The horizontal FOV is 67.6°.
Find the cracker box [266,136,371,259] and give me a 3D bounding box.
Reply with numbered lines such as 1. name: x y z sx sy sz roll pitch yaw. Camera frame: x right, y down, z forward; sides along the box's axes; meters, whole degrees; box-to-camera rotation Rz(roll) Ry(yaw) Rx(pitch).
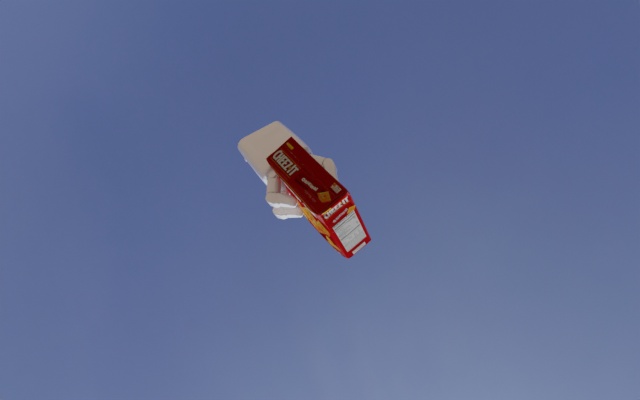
1. cracker box: 0.000 0.003 0.894 0.164 0.072 0.214 45 -7 31
